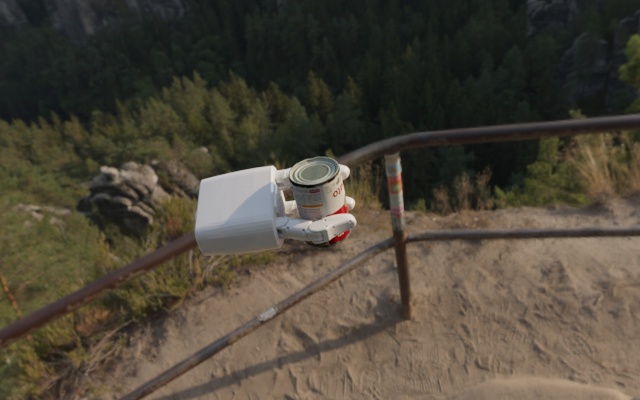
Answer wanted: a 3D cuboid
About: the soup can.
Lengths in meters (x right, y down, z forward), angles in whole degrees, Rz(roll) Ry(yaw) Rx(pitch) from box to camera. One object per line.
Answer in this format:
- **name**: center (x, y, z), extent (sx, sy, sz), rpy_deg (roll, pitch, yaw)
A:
- **soup can**: center (0.001, 0.002, 0.629), extent (0.068, 0.102, 0.068), rpy_deg (-8, 36, 6)
